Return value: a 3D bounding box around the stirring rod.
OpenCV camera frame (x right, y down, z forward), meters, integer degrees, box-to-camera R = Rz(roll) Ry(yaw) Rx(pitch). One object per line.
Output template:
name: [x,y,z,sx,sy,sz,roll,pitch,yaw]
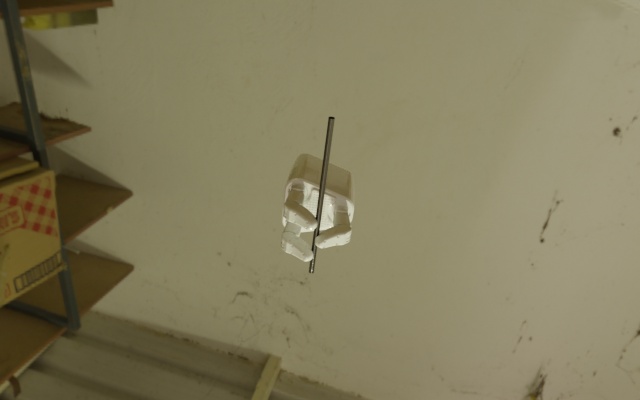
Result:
stirring rod: [0.000,0.002,0.643,0.011,0.240,0.011,6,30,-3]
